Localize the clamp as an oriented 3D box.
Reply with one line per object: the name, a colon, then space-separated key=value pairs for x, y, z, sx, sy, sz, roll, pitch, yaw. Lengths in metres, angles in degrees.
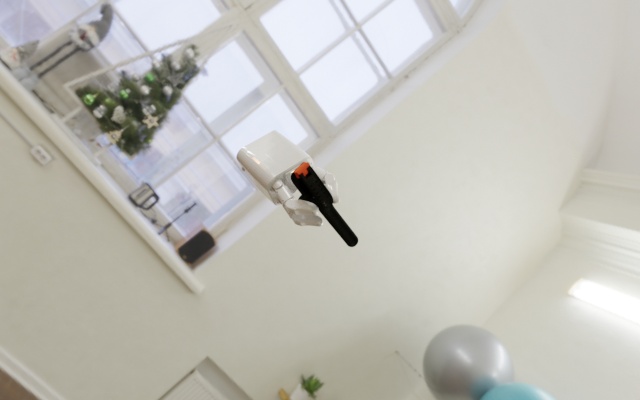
clamp: x=0.000 y=0.002 z=0.883 sx=0.164 sy=0.036 sz=0.210 roll=39 pitch=-14 yaw=24
